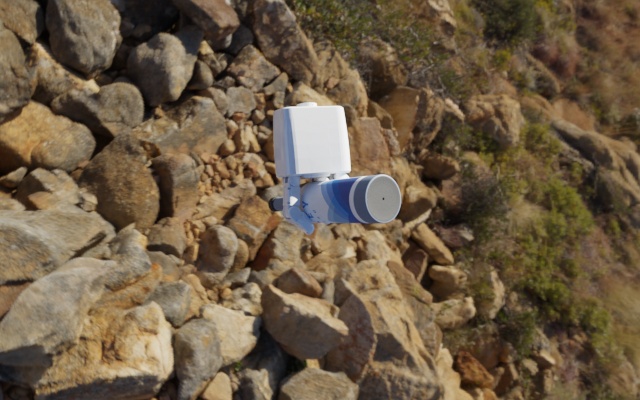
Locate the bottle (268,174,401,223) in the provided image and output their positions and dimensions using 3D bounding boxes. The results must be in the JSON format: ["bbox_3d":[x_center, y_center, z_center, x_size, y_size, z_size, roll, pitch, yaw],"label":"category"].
[{"bbox_3d":[0.000,0.003,0.764,0.069,0.069,0.296,0,-2,-35],"label":"bottle"}]
